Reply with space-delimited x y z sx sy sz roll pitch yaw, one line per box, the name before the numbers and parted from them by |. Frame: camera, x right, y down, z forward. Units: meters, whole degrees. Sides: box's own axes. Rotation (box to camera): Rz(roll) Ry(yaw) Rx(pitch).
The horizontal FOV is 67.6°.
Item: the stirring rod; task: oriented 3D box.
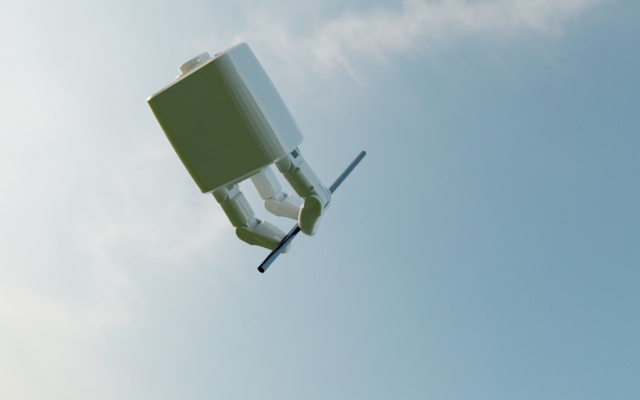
stirring rod | 0.000 0.002 0.529 0.011 0.011 0.239 0 31 33
